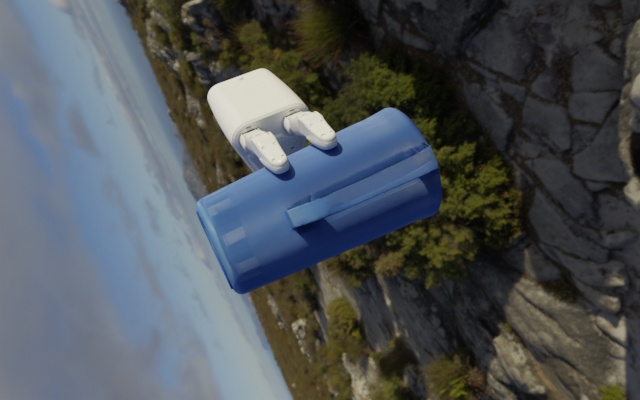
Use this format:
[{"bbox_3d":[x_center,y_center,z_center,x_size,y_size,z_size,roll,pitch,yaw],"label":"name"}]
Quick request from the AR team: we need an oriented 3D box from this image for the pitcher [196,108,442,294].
[{"bbox_3d":[0.000,0.002,0.508,0.243,0.149,0.145,-25,50,-14],"label":"pitcher"}]
